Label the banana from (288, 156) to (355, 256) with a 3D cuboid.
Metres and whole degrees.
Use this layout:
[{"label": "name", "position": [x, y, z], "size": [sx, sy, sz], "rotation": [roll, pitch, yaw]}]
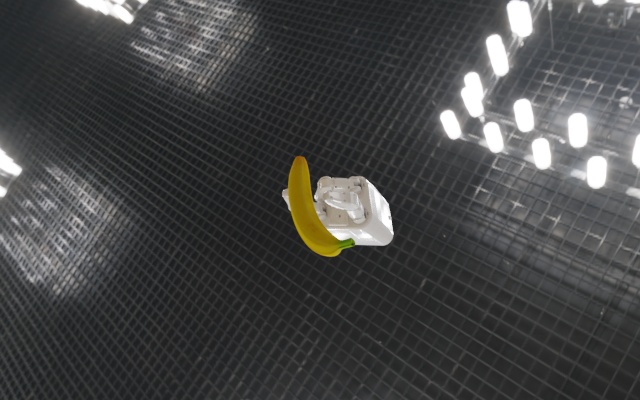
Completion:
[{"label": "banana", "position": [-0.012, 0.017, 0.711], "size": [0.069, 0.197, 0.037], "rotation": [-41, -39, 12]}]
